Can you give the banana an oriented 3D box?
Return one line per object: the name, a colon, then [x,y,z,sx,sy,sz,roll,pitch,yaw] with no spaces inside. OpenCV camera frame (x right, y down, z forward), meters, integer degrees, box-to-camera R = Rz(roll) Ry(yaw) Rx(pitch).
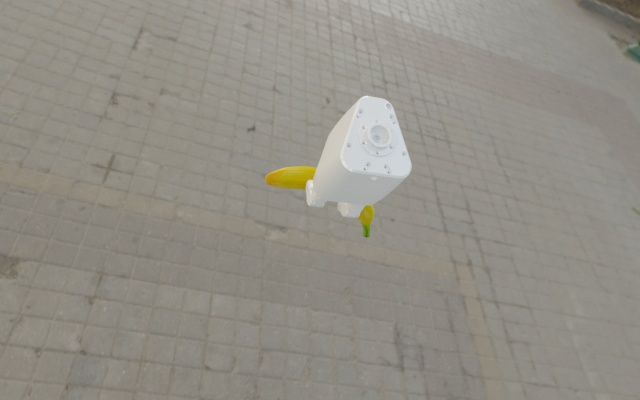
banana: [0.012,-0.012,0.760,0.198,0.069,0.037,29,0,-11]
